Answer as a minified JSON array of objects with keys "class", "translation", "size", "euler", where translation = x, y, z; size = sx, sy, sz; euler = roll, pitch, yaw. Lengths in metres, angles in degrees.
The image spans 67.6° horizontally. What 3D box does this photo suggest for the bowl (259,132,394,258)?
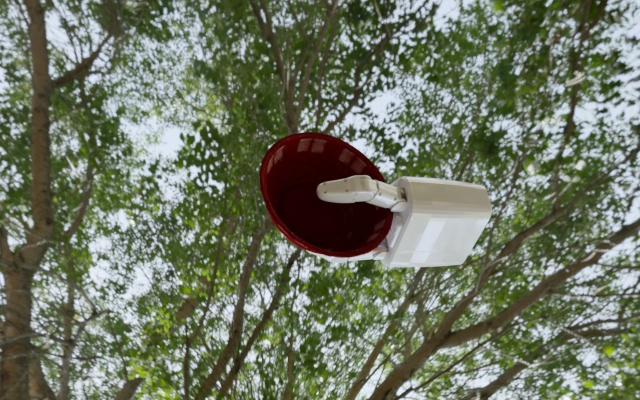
[{"class":"bowl","translation":[-0.001,0.002,0.546],"size":[0.162,0.162,0.055],"euler":[0,-30,-28]}]
